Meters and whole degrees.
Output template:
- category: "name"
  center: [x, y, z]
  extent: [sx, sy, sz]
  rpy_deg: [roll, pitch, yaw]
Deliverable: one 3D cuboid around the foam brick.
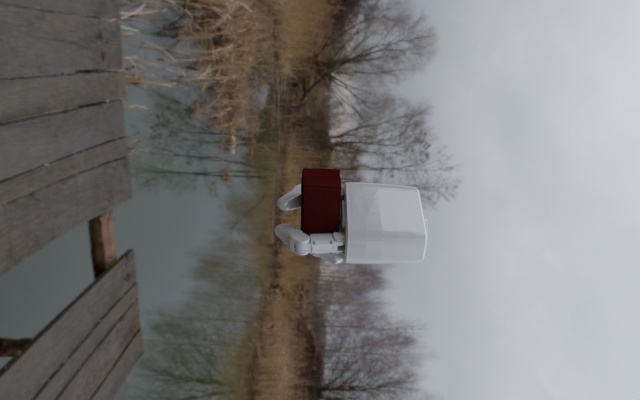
- category: "foam brick"
  center: [0.000, 0.002, 0.635]
  extent: [0.051, 0.078, 0.053]
  rpy_deg: [1, 31, -1]
